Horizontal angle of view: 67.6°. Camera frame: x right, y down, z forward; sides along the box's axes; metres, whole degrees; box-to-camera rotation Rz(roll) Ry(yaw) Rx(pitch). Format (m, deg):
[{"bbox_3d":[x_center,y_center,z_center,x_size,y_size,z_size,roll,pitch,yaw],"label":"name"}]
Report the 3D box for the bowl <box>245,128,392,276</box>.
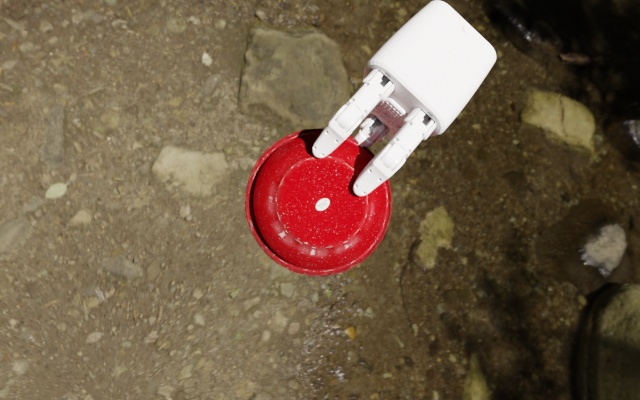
[{"bbox_3d":[-0.001,0.003,0.497,0.162,0.162,0.055,0,0,-4],"label":"bowl"}]
